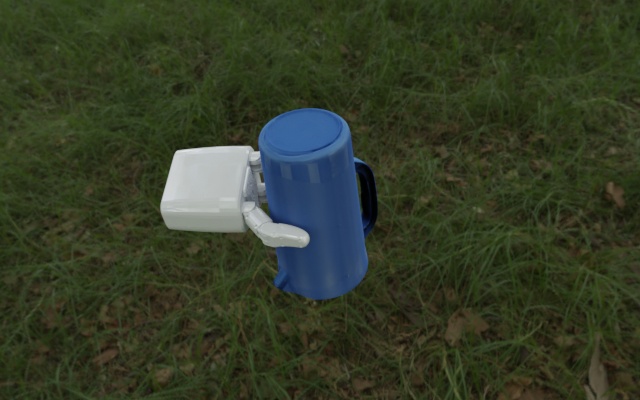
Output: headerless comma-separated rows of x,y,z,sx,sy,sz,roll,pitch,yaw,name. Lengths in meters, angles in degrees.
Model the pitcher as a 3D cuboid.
0.000,0.002,0.633,0.145,0.243,0.149,1,43,9,pitcher
